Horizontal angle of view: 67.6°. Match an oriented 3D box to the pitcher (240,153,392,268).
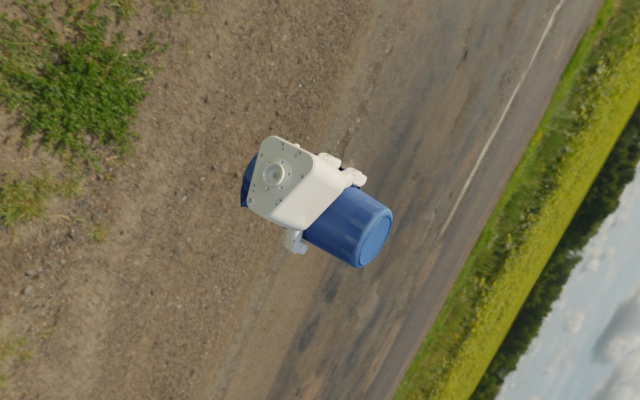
[{"bbox_3d":[0.000,0.003,0.803,0.242,0.149,0.145,30,1,26],"label":"pitcher"}]
